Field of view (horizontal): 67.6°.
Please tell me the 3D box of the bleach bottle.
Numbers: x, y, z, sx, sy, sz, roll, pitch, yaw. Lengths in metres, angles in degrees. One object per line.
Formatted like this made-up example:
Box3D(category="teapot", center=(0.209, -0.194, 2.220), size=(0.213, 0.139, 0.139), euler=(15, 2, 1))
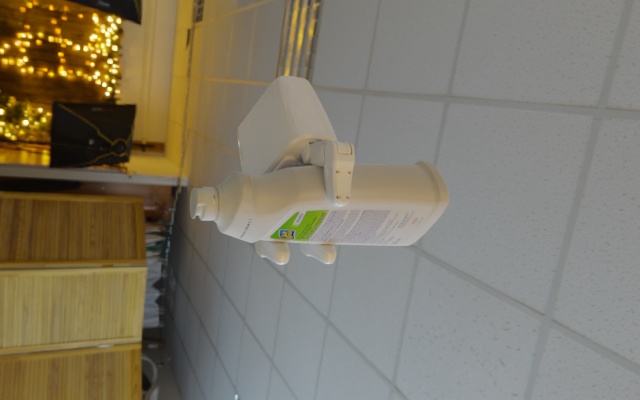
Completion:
Box3D(category="bleach bottle", center=(0.000, 0.002, 0.481), size=(0.251, 0.068, 0.103), euler=(2, -41, -27))
